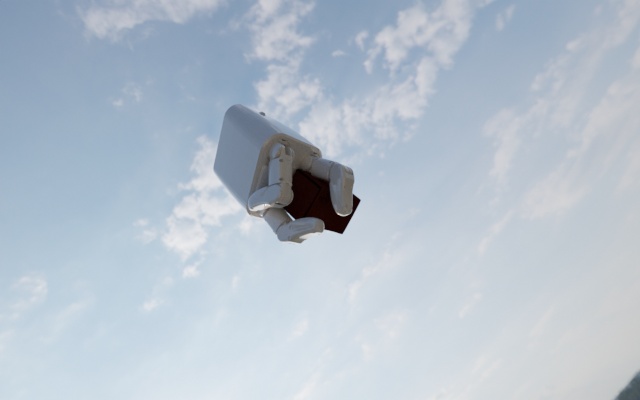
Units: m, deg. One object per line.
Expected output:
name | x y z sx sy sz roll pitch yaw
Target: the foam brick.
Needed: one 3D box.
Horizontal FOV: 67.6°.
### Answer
foam brick | 0.000 0.002 0.586 0.078 0.053 0.051 17 17 -47
